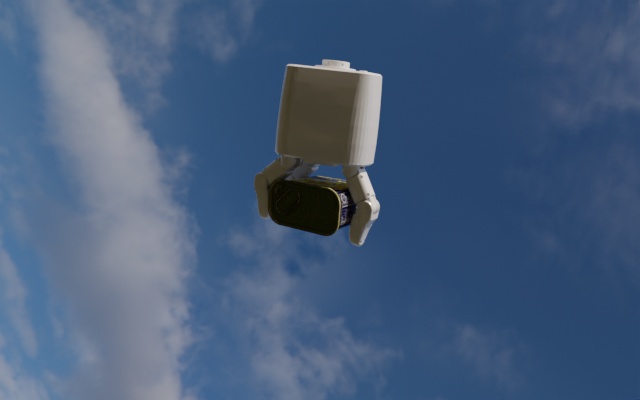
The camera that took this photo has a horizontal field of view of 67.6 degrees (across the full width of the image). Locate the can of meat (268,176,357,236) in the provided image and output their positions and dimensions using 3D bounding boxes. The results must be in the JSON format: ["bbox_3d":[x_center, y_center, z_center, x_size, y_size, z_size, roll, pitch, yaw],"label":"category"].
[{"bbox_3d":[0.000,0.002,0.598,0.102,0.057,0.084,11,14,30],"label":"can of meat"}]
